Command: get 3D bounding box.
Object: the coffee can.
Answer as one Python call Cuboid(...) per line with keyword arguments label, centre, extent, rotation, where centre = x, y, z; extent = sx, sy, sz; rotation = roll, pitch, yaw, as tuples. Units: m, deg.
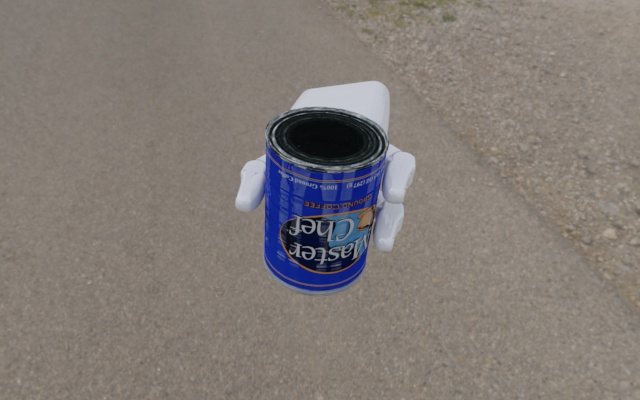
Cuboid(label="coffee can", centre=(0.000, 0.002, 0.433), extent=(0.103, 0.140, 0.102), rotation=(4, 37, -3))
